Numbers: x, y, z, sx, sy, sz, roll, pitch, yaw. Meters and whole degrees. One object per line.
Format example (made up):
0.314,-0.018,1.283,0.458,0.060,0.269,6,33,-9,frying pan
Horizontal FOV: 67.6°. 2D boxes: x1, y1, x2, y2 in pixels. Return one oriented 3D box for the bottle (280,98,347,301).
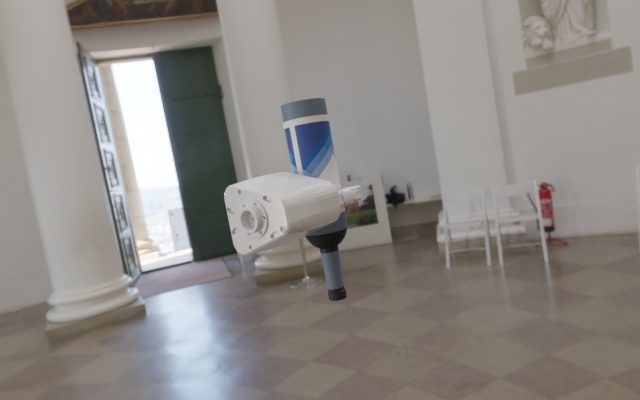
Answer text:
0.000,0.002,0.705,0.069,0.296,0.069,-10,4,1,bottle
